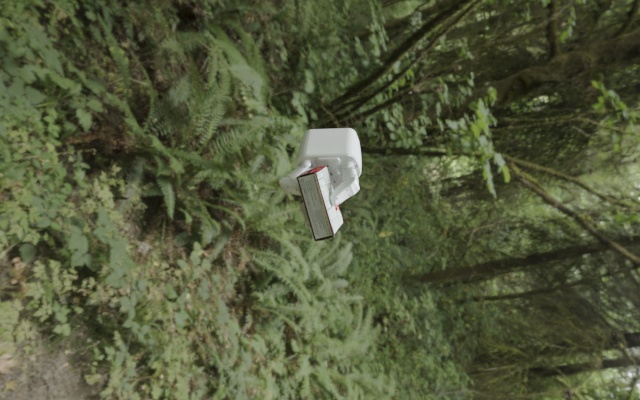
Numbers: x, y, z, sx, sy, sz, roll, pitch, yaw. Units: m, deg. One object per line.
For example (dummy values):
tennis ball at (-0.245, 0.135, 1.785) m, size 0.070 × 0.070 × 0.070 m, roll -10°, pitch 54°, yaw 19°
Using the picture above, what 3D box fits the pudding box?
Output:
pudding box at (0.000, 0.003, 0.806) m, size 0.039 × 0.113 × 0.090 m, roll -16°, pitch 7°, yaw 15°
